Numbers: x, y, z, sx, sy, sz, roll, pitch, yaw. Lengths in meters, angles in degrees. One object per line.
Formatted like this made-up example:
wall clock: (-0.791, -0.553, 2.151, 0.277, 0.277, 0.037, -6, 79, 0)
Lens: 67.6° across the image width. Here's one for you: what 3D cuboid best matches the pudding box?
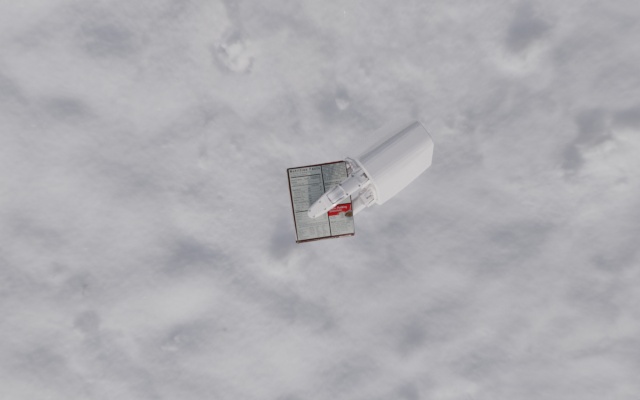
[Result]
pudding box: (0.000, 0.002, 0.707, 0.090, 0.113, 0.039, -8, -5, -4)
